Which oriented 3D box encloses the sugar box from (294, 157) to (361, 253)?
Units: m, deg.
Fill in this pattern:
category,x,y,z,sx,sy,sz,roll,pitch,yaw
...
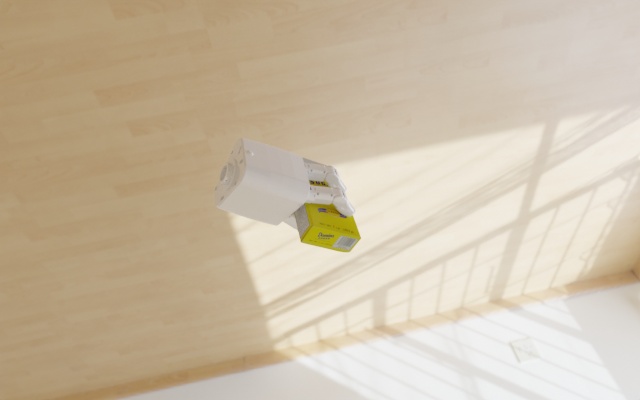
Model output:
category,x,y,z,sx,sy,sz,roll,pitch,yaw
sugar box,0.000,0.002,0.793,0.093,0.176,0.048,16,-52,-29
